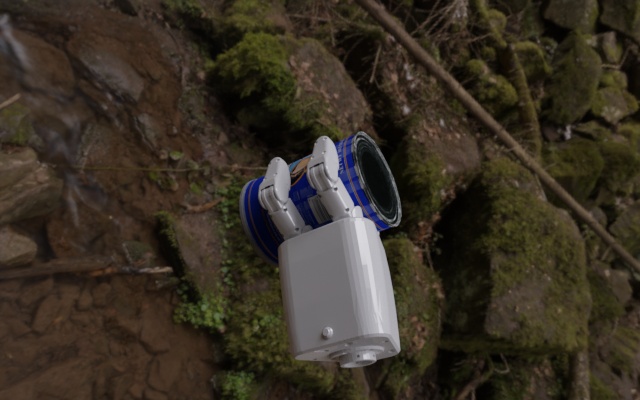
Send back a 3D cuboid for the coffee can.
[{"bbox_3d":[0.000,0.002,0.508,0.140,0.103,0.103,-22,-10,24],"label":"coffee can"}]
